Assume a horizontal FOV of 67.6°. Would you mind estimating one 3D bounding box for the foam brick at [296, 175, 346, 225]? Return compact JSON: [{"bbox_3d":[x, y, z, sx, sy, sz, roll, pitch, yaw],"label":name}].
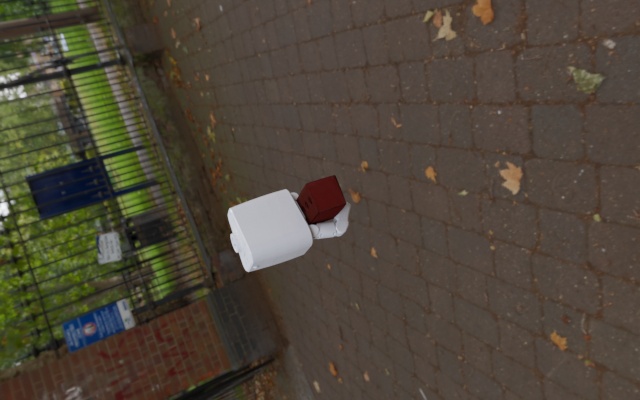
[{"bbox_3d":[0.000,0.002,0.773,0.051,0.053,0.078,-16,-16,-21],"label":"foam brick"}]
